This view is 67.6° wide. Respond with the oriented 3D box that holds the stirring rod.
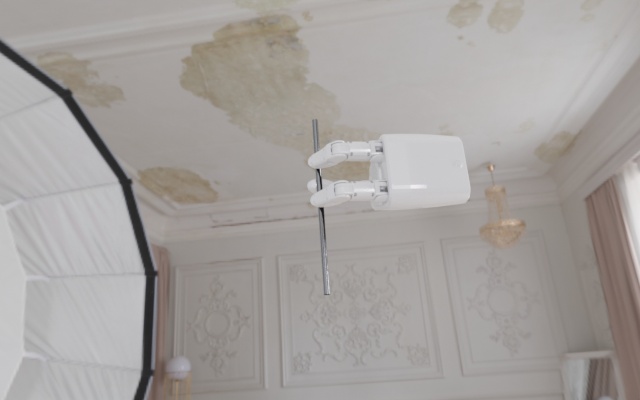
[{"bbox_3d":[0.000,0.002,0.624,0.011,0.239,0.011,-4,-19,-1],"label":"stirring rod"}]
